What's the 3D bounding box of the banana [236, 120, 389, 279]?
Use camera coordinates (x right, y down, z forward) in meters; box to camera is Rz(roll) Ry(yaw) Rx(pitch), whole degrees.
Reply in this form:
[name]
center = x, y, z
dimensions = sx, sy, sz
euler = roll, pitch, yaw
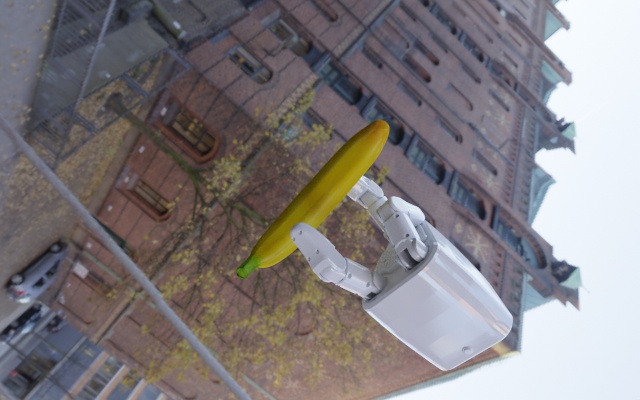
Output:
[banana]
center = -0.003, 0.001, 0.469
dimensions = 0.037, 0.198, 0.069
euler = 41, 5, -7
